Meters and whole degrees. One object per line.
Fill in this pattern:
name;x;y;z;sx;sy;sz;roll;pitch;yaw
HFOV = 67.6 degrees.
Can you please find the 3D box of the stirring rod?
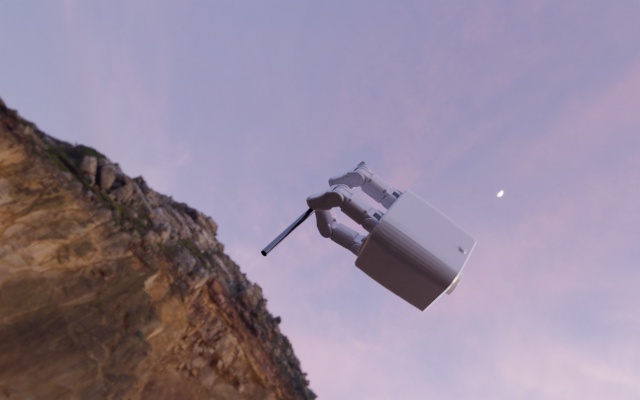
stirring rod;0.000;0.002;0.604;0.011;0.011;0.239;0;27;35
